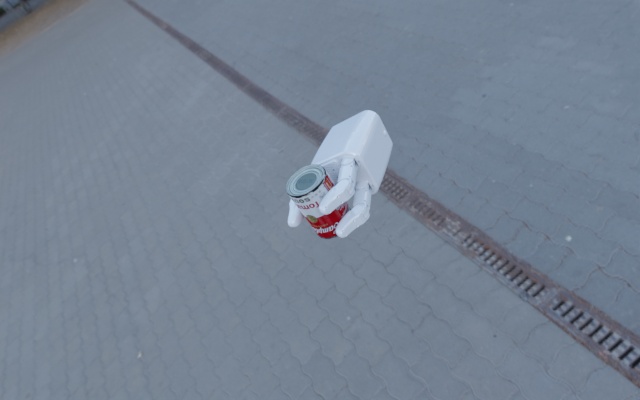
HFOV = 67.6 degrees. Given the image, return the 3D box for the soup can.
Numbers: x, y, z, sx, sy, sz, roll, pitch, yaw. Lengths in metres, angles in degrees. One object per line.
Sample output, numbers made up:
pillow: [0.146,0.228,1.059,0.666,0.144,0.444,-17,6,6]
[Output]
soup can: [0.000,0.003,0.733,0.068,0.068,0.102,0,-41,37]
